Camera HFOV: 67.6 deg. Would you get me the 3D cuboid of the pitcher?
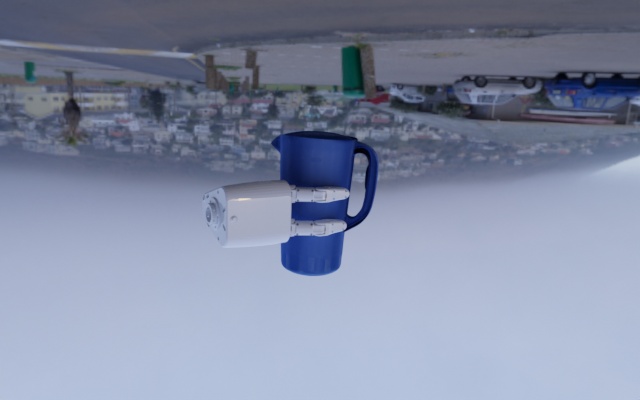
[{"bbox_3d":[0.000,0.003,0.829,0.145,0.243,0.149,-4,14,-32],"label":"pitcher"}]
